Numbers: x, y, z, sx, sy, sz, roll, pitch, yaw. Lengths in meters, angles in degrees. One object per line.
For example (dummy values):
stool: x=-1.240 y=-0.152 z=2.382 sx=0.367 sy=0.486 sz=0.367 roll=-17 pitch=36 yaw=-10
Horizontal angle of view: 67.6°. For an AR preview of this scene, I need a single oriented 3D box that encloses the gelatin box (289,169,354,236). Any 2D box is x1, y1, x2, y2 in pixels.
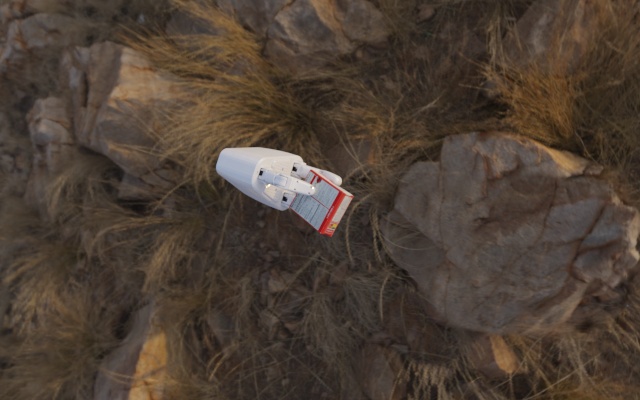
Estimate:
gelatin box: x=0.000 y=0.003 z=0.749 sx=0.030 sy=0.073 sz=0.089 roll=19 pitch=14 yaw=-47
